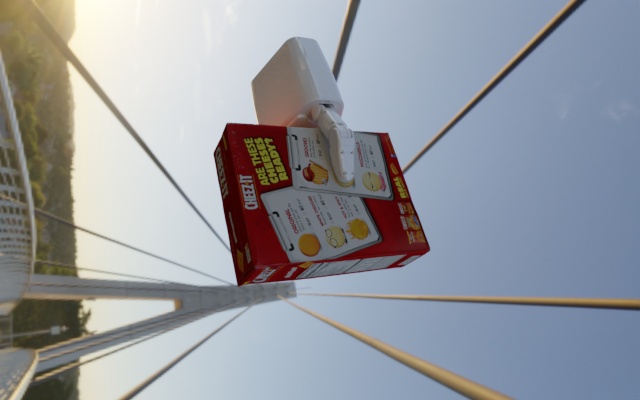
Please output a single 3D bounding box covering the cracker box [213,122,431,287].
[{"bbox_3d":[0.000,0.002,0.543,0.214,0.164,0.072,-2,-27,-28],"label":"cracker box"}]
